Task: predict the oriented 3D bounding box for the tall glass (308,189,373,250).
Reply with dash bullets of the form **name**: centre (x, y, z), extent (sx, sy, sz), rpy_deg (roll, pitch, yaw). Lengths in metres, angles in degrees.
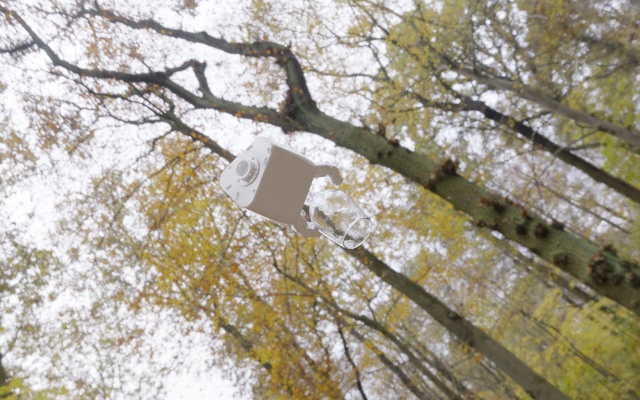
- **tall glass**: centre (0.000, 0.002, 0.823), extent (0.079, 0.079, 0.201), rpy_deg (0, 31, -45)
